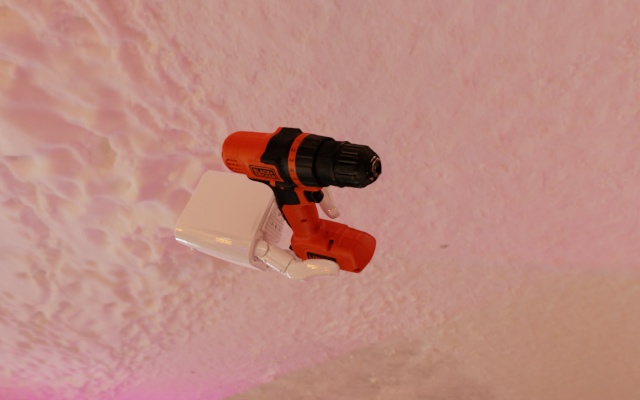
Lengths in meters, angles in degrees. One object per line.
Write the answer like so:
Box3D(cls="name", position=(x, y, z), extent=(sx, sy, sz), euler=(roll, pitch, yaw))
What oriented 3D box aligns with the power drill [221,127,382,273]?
Box3D(cls="power drill", position=(0.000, 0.002, 0.519), extent=(0.184, 0.057, 0.188), euler=(12, -36, 35))
